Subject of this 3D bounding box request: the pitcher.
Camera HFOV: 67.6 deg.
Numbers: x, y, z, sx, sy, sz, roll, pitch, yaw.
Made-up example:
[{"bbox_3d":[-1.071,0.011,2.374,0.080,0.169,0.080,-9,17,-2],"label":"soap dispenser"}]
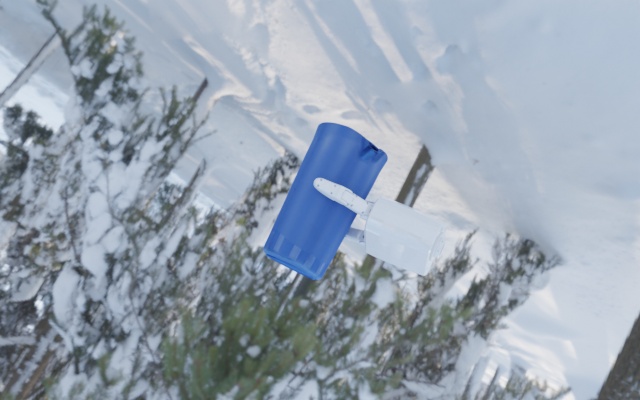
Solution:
[{"bbox_3d":[0.000,0.003,0.805,0.145,0.242,0.149,23,-12,19],"label":"pitcher"}]
